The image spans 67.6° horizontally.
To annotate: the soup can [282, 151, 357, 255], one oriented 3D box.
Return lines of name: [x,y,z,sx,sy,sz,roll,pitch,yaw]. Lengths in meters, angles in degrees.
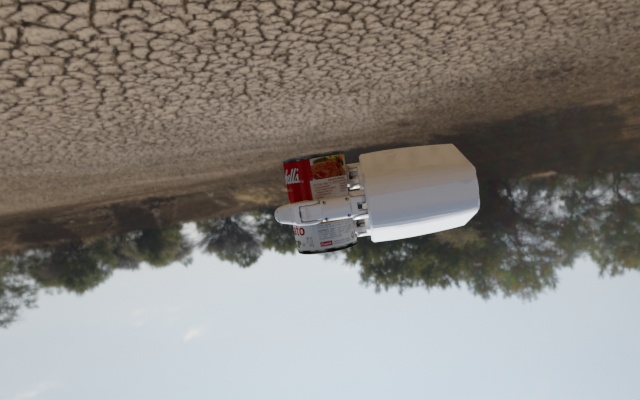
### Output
soup can: [0.000,0.002,0.517,0.068,0.102,0.068,-9,3,1]
